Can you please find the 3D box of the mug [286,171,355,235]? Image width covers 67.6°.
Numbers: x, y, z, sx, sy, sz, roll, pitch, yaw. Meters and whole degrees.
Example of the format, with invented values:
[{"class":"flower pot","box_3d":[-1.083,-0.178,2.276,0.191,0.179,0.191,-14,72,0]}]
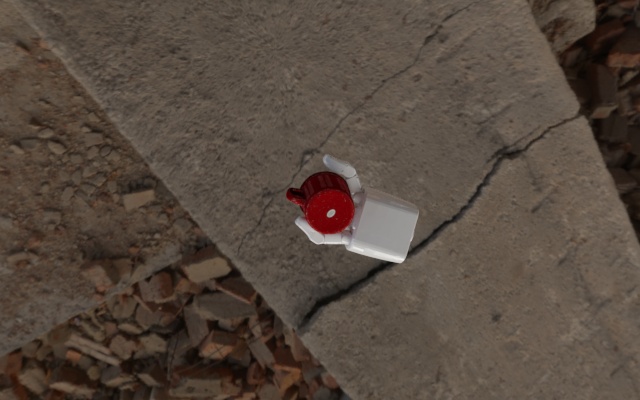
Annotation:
[{"class":"mug","box_3d":[-0.001,0.002,0.790,0.117,0.093,0.081,17,15,-11]}]
